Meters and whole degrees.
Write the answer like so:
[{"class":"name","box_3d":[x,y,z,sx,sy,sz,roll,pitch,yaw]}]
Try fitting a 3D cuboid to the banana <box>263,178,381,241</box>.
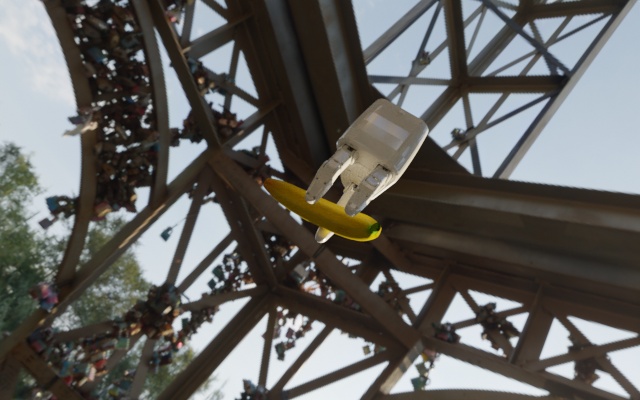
[{"class":"banana","box_3d":[0.009,0.014,0.650,0.197,0.037,0.070,20,-27,33]}]
